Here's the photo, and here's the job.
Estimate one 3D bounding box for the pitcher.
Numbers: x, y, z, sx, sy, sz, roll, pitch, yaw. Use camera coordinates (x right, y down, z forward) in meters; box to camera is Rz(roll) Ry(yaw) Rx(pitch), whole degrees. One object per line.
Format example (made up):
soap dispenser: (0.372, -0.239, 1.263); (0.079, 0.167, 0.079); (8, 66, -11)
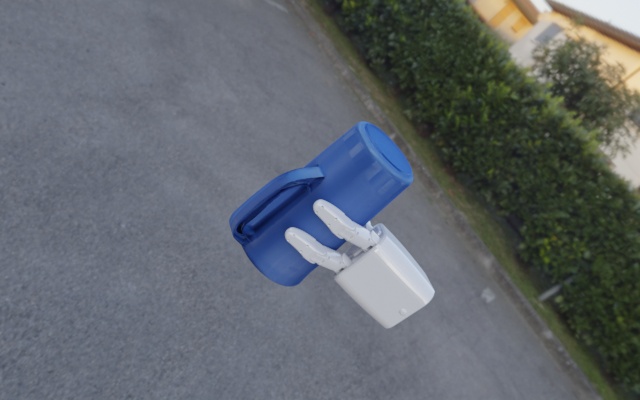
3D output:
pitcher: (0.000, 0.002, 0.667); (0.243, 0.145, 0.149); (-41, 6, 24)
